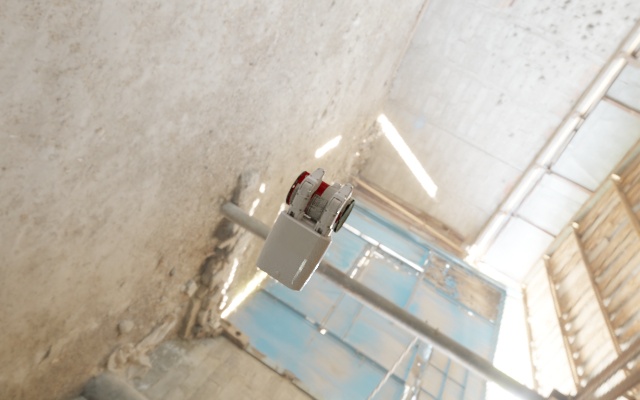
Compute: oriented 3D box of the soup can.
[{"bbox_3d":[0.001,0.002,0.824,0.102,0.068,0.068,31,6,11],"label":"soup can"}]
